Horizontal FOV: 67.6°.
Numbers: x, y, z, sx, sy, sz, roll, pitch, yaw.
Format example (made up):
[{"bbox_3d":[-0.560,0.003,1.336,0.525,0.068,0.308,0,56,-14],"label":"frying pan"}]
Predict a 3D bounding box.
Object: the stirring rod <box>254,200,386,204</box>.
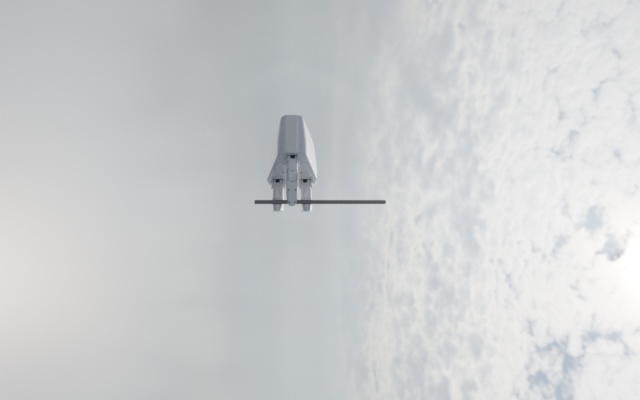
[{"bbox_3d":[0.000,0.003,0.875,0.239,0.011,0.011,0,0,-3],"label":"stirring rod"}]
